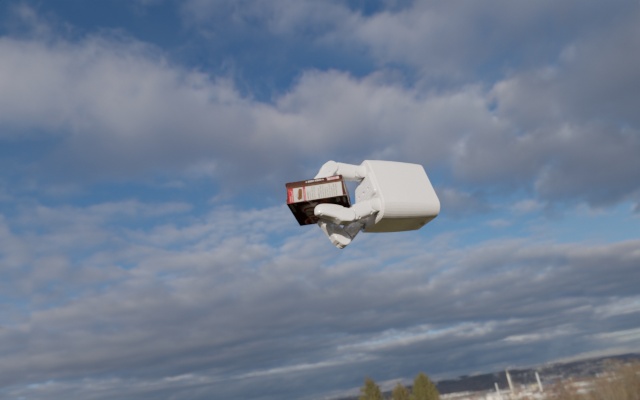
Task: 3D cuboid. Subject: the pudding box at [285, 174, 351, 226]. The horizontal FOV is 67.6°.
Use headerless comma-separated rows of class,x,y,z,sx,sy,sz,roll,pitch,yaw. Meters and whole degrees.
pudding box,0.000,0.002,0.741,0.090,0.039,0.113,-9,-23,6
